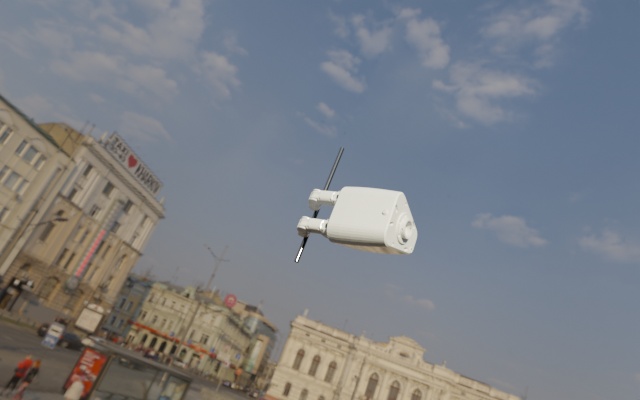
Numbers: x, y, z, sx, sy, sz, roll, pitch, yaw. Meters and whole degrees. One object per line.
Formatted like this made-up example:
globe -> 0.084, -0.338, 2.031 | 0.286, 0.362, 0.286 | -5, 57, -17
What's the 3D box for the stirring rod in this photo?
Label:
stirring rod -> 0.000, 0.003, 0.868 | 0.011, 0.239, 0.011 | 19, -23, 8
